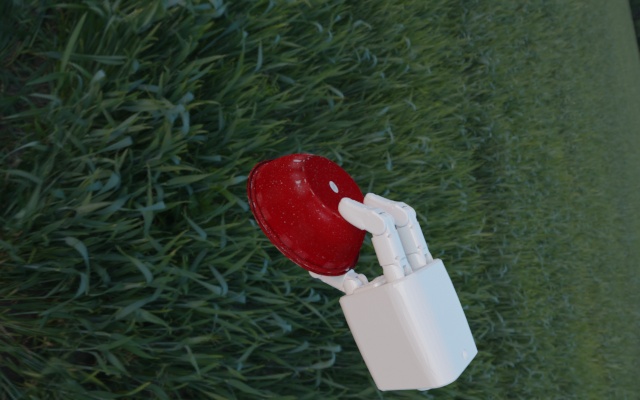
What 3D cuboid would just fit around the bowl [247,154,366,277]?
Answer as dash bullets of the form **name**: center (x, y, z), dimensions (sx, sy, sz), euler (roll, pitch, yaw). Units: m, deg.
- **bowl**: center (-0.001, 0.000, 0.532), dimensions (0.162, 0.162, 0.055), euler (0, -36, -51)
